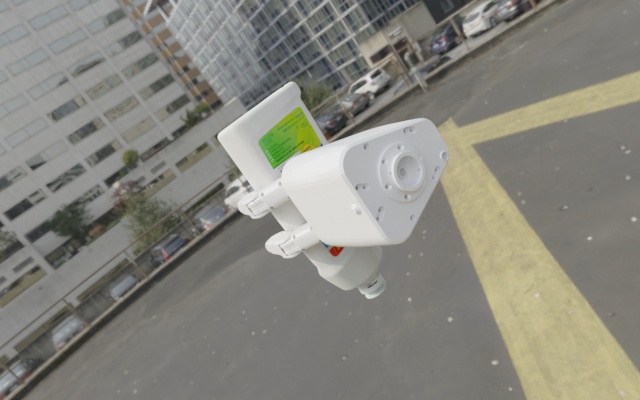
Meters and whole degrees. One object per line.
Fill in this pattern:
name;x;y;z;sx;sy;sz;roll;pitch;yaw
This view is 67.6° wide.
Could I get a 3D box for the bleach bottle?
bleach bottle;0.000;0.002;0.534;0.102;0.251;0.068;-42;16;-24
